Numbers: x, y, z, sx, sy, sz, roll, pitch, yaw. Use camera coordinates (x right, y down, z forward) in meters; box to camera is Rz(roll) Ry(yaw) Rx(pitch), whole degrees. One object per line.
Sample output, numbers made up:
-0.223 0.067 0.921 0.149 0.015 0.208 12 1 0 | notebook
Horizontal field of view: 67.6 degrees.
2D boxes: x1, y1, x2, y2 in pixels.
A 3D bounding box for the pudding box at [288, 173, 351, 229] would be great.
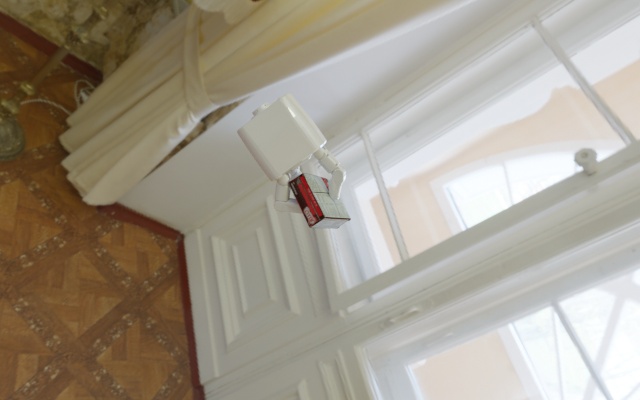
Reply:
0.000 0.003 0.840 0.039 0.090 0.113 -32 -17 23 | pudding box
